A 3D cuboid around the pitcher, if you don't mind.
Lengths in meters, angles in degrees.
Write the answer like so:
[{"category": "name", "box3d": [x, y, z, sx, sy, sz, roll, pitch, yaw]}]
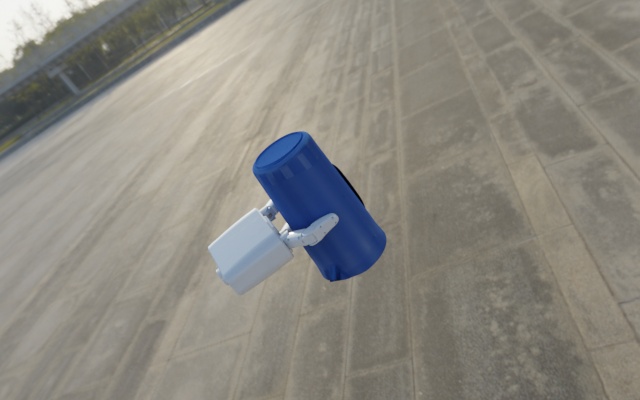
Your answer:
[{"category": "pitcher", "box3d": [0.000, 0.003, 0.799, 0.145, 0.243, 0.149, -38, 26, -5]}]
